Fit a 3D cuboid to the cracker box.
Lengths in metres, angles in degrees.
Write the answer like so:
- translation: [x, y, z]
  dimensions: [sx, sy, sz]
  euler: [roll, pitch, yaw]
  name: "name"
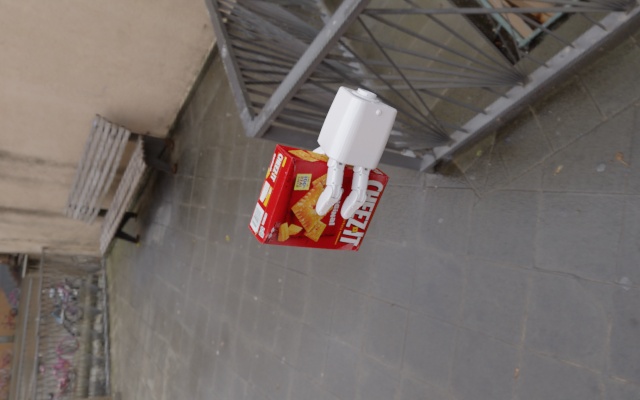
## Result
- translation: [0.000, 0.003, 0.855]
  dimensions: [0.214, 0.164, 0.072]
  euler: [9, 22, -34]
  name: "cracker box"
